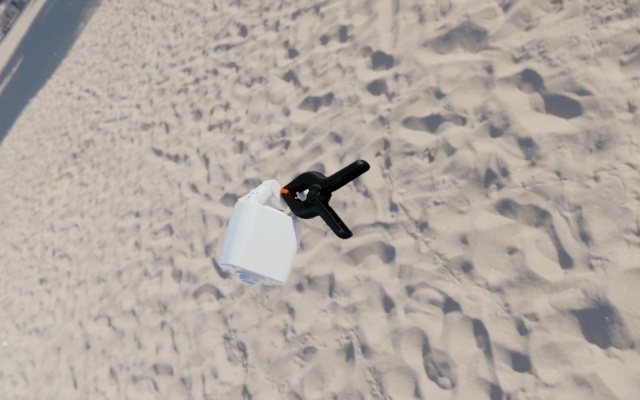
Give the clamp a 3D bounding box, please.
[{"bbox_3d":[0.000,0.002,0.742,0.171,0.120,0.039,-7,-28,45],"label":"clamp"}]
